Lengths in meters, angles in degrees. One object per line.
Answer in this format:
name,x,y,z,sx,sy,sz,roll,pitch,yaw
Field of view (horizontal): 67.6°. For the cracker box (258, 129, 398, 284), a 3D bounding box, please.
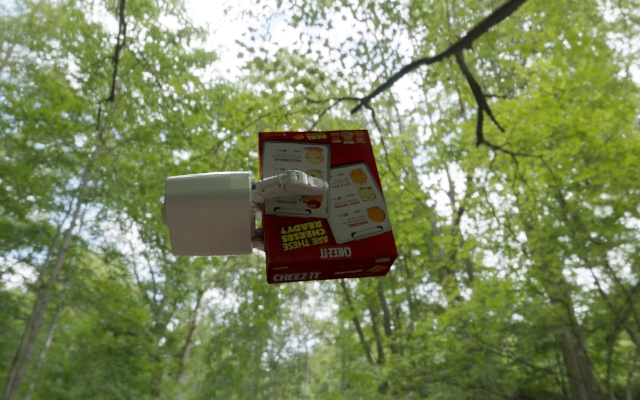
cracker box,0.000,0.002,0.660,0.164,0.213,0.072,-3,-34,-9
